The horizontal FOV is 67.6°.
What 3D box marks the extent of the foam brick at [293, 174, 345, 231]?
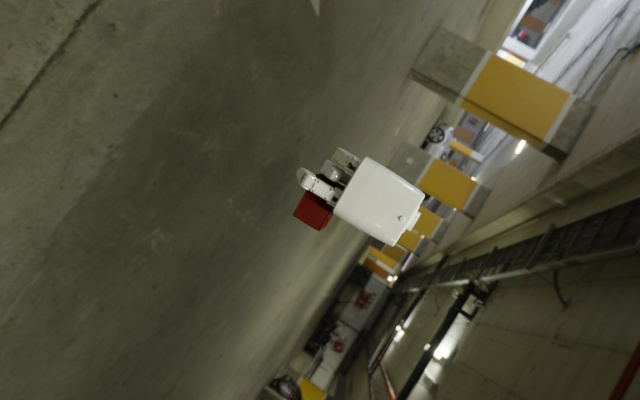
[{"bbox_3d":[0.000,0.003,0.763,0.051,0.078,0.053,32,11,8],"label":"foam brick"}]
